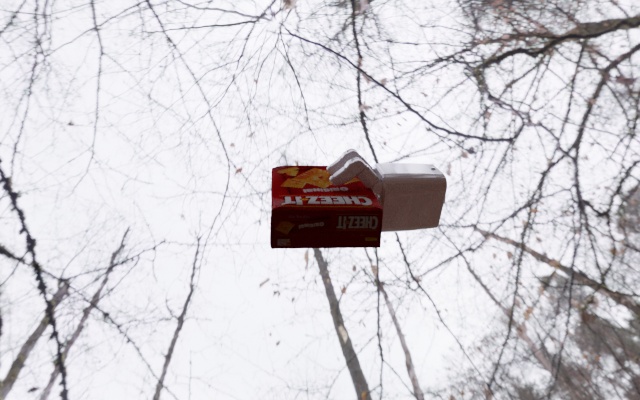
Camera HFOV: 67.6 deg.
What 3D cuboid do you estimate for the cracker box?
[{"bbox_3d":[0.000,0.003,0.782,0.164,0.072,0.213,0,20,-5],"label":"cracker box"}]
